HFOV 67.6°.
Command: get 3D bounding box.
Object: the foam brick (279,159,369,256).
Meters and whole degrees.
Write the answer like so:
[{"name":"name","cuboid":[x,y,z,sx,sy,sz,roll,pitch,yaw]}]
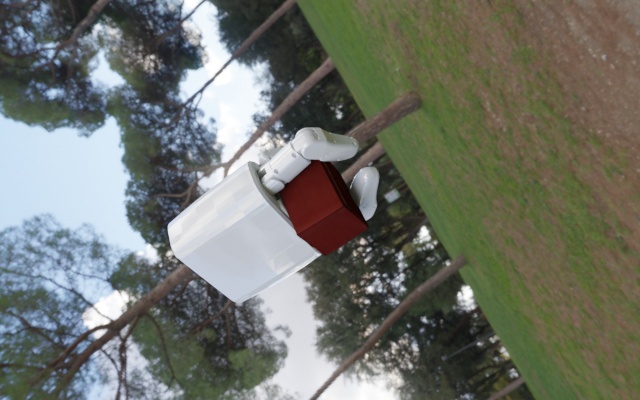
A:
[{"name":"foam brick","cuboid":[0.000,0.002,0.441,0.051,0.078,0.053,-34,-39,10]}]
